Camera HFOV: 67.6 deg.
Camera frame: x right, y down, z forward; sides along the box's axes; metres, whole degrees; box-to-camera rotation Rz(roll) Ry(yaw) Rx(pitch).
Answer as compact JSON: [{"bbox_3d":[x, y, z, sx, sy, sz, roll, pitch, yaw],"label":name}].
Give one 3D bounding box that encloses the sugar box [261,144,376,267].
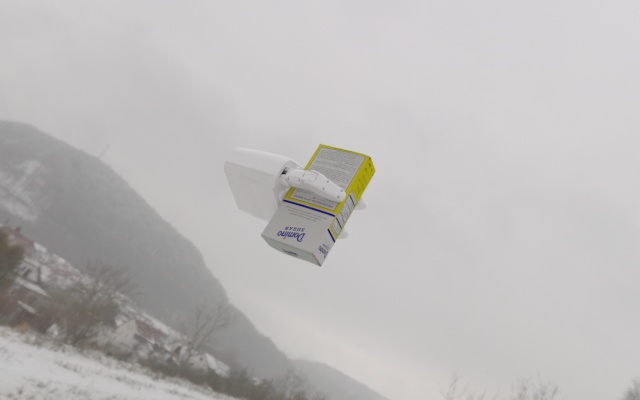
[{"bbox_3d":[0.000,0.002,0.694,0.093,0.176,0.048,17,-25,31],"label":"sugar box"}]
